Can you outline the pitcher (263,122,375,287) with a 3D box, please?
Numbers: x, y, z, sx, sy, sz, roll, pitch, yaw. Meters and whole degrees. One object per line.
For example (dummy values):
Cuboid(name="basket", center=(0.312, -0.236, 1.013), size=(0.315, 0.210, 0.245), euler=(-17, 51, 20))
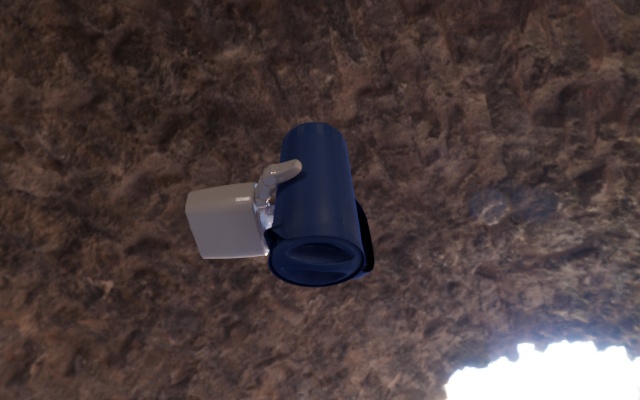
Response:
Cuboid(name="pitcher", center=(0.000, 0.002, 0.726), size=(0.145, 0.242, 0.149), euler=(-6, -40, 6))
